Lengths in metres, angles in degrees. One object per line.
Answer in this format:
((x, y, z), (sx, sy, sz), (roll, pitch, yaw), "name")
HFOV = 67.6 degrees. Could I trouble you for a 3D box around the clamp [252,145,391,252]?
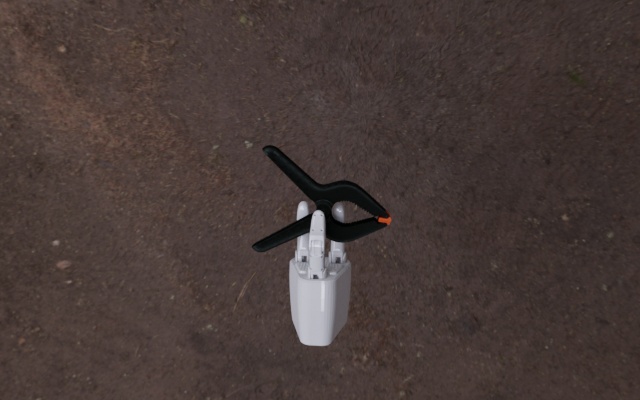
((0.001, 0.003, 0.709), (0.210, 0.164, 0.036), (2, 15, 5), "clamp")
